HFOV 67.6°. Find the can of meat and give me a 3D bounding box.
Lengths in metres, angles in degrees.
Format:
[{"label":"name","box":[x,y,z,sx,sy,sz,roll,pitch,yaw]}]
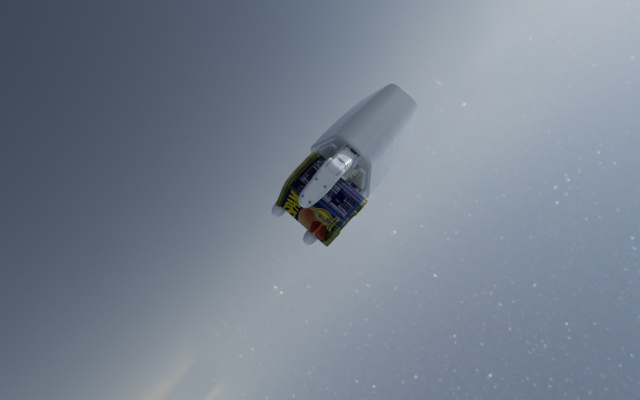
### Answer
[{"label":"can of meat","box":[0.000,0.002,0.569,0.084,0.057,0.102,41,-23,3]}]
